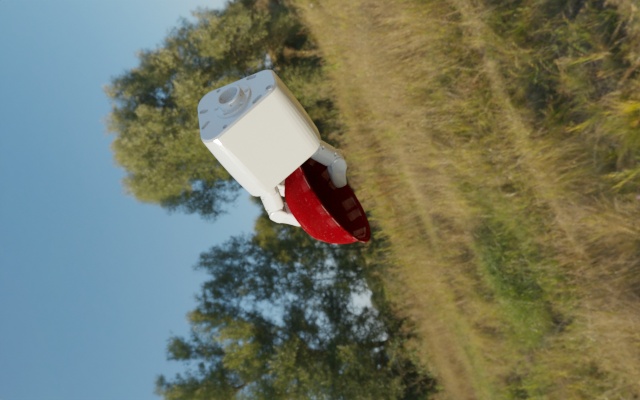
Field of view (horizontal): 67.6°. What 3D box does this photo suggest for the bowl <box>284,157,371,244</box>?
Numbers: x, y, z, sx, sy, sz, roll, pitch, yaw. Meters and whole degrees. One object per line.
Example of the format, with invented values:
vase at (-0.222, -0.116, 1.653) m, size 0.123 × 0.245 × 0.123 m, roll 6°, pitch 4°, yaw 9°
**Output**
bowl at (0.001, 0.003, 0.656) m, size 0.055 × 0.162 × 0.162 m, roll -36°, pitch -13°, yaw 18°
